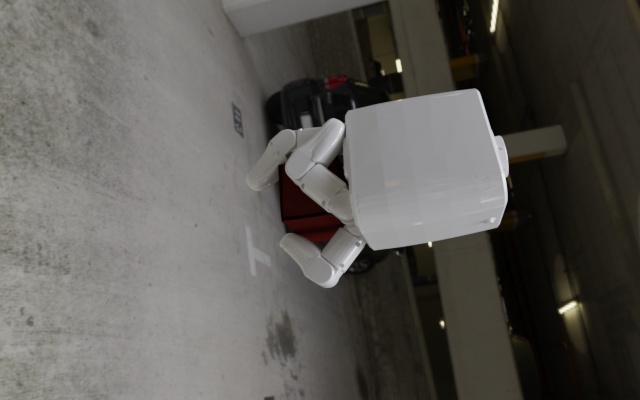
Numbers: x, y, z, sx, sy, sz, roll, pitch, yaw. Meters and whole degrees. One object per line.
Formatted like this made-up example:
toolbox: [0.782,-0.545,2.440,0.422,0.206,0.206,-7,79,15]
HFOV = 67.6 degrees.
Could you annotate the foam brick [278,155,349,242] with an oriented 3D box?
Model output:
foam brick: [0.000,0.001,0.421,0.051,0.053,0.078,-9,-20,12]
